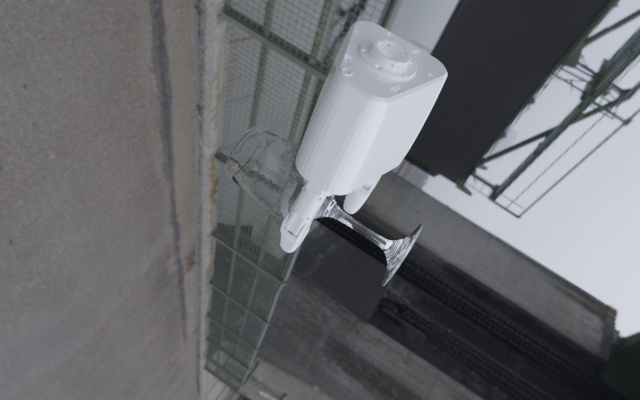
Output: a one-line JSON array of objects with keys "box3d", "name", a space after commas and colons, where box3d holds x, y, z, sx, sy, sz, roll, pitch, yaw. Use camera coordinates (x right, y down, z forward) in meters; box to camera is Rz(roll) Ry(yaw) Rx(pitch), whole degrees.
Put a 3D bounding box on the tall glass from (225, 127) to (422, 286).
[{"box3d": [0.001, 0.002, 0.494, 0.201, 0.079, 0.079, 33, 5, 7], "name": "tall glass"}]
